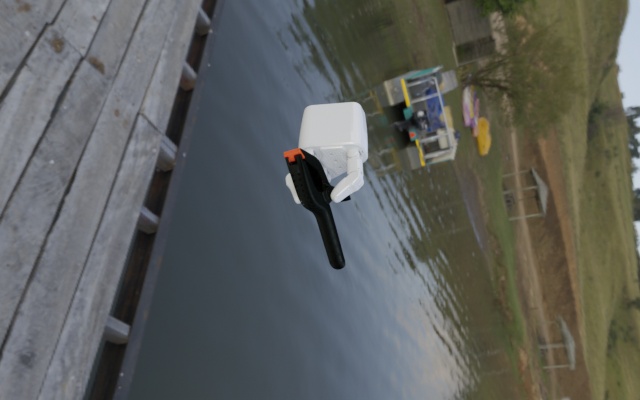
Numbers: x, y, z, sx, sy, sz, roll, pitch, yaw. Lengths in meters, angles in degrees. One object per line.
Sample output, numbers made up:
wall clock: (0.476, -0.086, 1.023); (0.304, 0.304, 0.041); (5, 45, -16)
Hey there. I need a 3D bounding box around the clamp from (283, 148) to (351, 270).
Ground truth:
clamp: (0.001, 0.002, 0.769); (0.036, 0.164, 0.210); (-14, -39, 21)
